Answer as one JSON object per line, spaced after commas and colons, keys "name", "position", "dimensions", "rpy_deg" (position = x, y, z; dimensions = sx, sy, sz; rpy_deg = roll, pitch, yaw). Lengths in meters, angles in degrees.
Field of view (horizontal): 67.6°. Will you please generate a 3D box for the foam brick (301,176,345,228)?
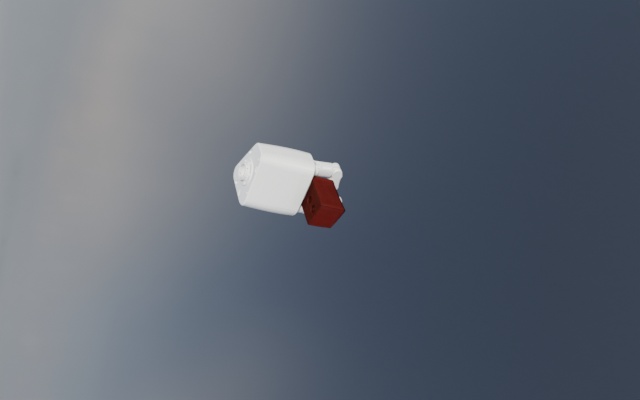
{"name": "foam brick", "position": [0.000, 0.003, 0.857], "dimensions": [0.051, 0.078, 0.053], "rpy_deg": [11, -49, -33]}
